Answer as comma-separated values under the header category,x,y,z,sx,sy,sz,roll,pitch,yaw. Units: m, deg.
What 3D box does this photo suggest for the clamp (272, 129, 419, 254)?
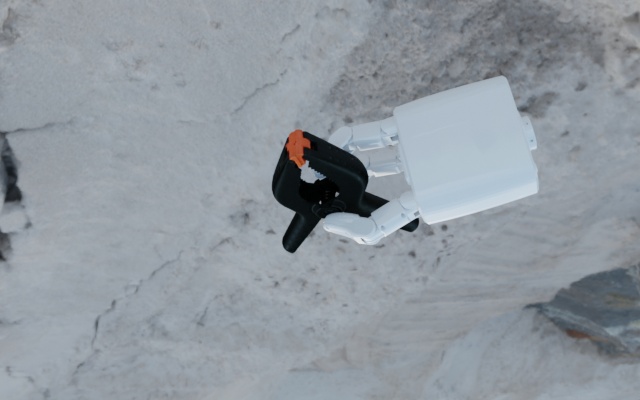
category,x,y,z,sx,sy,sz,roll,pitch,yaw
clamp,0.000,0.002,0.495,0.164,0.036,0.210,-16,-31,18
